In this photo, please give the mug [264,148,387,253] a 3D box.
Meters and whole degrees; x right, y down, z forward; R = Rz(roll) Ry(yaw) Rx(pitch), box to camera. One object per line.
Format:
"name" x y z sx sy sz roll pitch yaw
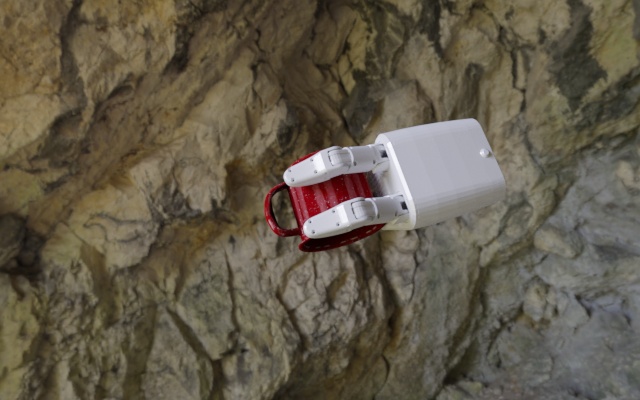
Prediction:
"mug" -0.001 0.002 0.485 0.117 0.081 0.093 -13 -18 -15
